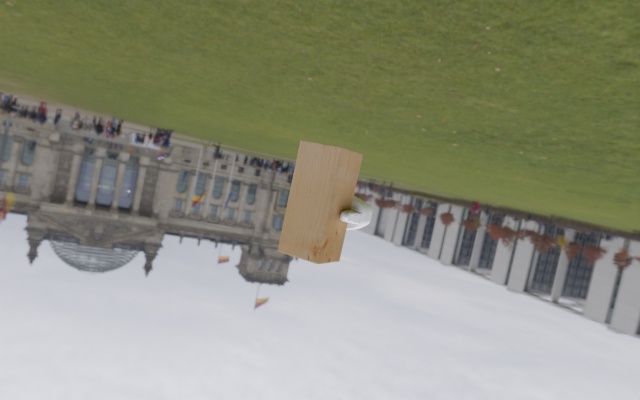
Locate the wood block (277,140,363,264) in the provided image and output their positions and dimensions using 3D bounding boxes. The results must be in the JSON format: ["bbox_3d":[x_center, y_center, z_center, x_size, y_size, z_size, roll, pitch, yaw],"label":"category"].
[{"bbox_3d":[0.001,0.003,0.875,0.091,0.206,0.090,13,3,29],"label":"wood block"}]
